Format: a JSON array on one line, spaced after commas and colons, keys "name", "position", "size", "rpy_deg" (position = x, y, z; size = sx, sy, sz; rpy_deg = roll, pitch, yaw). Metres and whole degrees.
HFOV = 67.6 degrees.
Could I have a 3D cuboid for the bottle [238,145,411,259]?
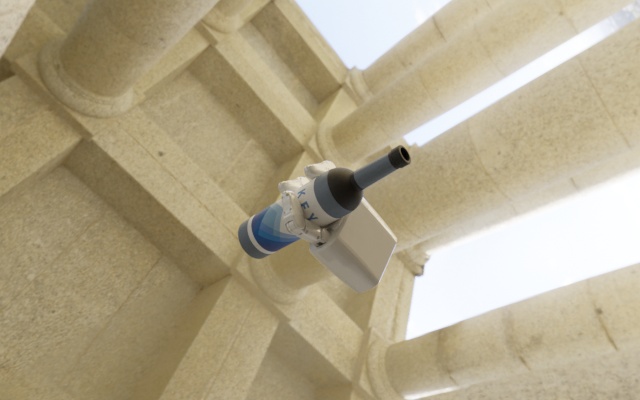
[{"name": "bottle", "position": [0.000, 0.002, 0.681], "size": [0.296, 0.069, 0.069], "rpy_deg": [-30, -18, 34]}]
